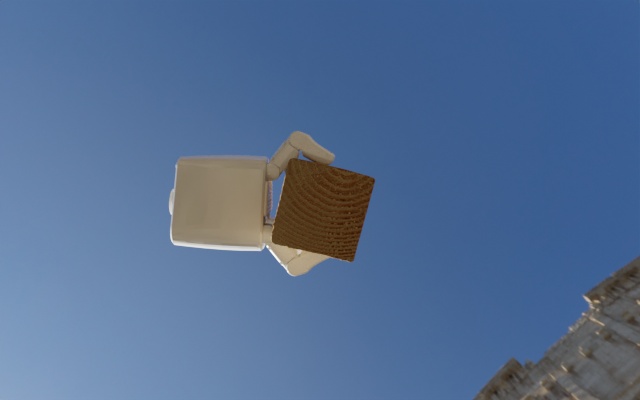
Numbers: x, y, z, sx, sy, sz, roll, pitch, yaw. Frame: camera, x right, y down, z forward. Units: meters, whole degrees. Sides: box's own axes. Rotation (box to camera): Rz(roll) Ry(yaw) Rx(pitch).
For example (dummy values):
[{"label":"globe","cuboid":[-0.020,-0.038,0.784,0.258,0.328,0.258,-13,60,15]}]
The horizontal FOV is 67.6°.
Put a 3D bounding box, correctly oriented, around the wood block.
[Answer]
[{"label":"wood block","cuboid":[0.000,0.001,0.576,0.090,0.091,0.206,14,4,-2]}]
